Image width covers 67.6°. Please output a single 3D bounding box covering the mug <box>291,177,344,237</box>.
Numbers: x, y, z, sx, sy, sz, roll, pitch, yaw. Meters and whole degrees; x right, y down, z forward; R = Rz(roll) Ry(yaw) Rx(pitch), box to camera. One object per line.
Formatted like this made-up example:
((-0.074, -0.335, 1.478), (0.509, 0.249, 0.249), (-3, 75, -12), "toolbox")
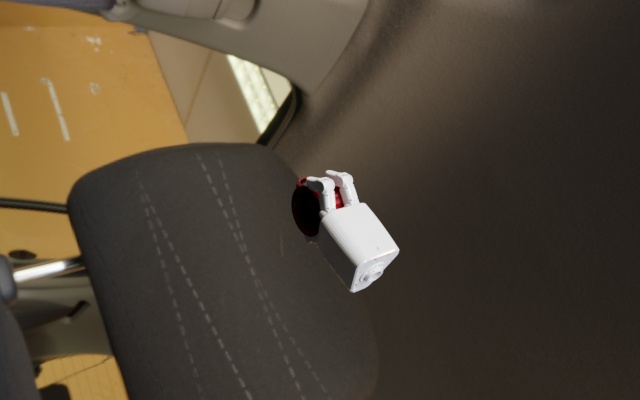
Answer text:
((0.000, 0.002, 0.868), (0.081, 0.117, 0.093), (-13, -35, -35), "mug")
